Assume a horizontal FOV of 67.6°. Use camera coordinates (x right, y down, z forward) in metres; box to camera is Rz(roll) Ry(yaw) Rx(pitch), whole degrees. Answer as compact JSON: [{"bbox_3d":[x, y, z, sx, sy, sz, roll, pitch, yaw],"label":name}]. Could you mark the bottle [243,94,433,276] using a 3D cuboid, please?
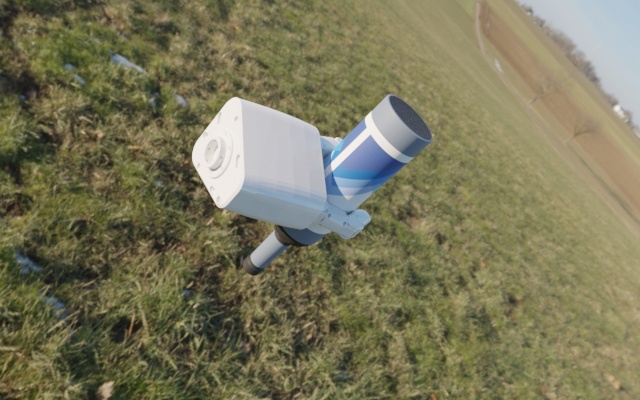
[{"bbox_3d":[0.000,0.002,0.567,0.296,0.069,0.069,-43,-25,30],"label":"bottle"}]
